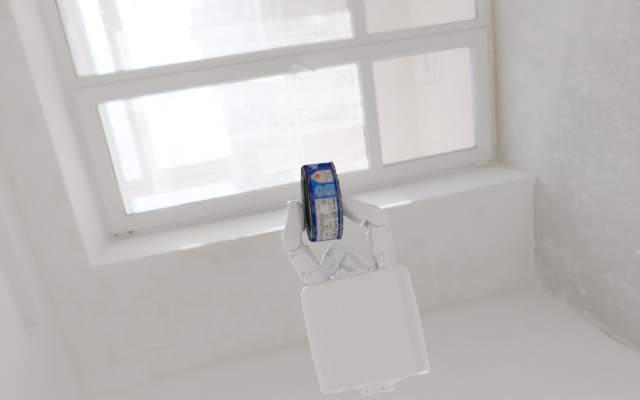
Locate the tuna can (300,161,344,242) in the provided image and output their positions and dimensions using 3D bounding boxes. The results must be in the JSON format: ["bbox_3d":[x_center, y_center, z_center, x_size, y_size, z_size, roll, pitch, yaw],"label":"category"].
[{"bbox_3d":[-0.001,0.002,0.515,0.034,0.086,0.086,-6,1,-7],"label":"tuna can"}]
